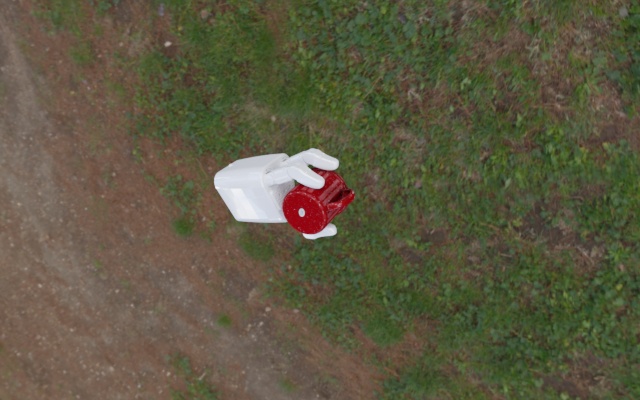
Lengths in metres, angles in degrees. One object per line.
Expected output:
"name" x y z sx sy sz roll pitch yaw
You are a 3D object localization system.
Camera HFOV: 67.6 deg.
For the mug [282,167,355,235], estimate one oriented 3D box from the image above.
"mug" 0.001 0.003 0.777 0.117 0.093 0.081 -4 25 31
